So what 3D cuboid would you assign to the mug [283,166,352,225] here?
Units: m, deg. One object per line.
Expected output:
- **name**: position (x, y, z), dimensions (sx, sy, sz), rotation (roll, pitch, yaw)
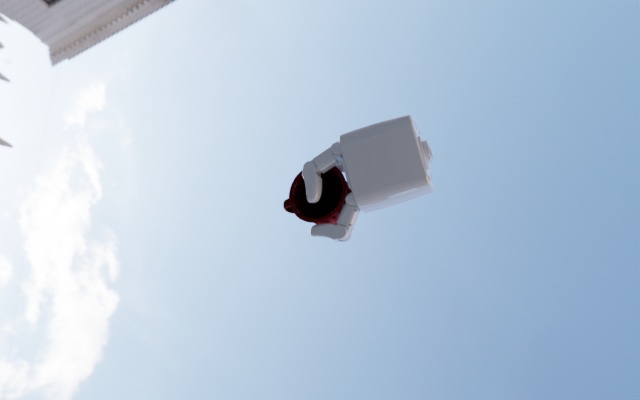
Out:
- **mug**: position (-0.001, 0.003, 0.736), dimensions (0.117, 0.093, 0.081), rotation (-15, -23, 20)
